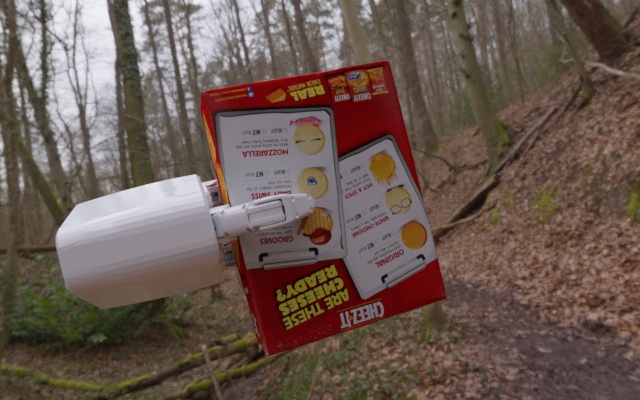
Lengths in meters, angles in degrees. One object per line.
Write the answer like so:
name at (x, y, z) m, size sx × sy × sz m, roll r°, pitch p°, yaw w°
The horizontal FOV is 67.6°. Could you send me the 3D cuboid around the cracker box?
cracker box at (0.000, 0.001, 0.418) m, size 0.164 × 0.213 × 0.072 m, roll -14°, pitch 0°, yaw -15°
